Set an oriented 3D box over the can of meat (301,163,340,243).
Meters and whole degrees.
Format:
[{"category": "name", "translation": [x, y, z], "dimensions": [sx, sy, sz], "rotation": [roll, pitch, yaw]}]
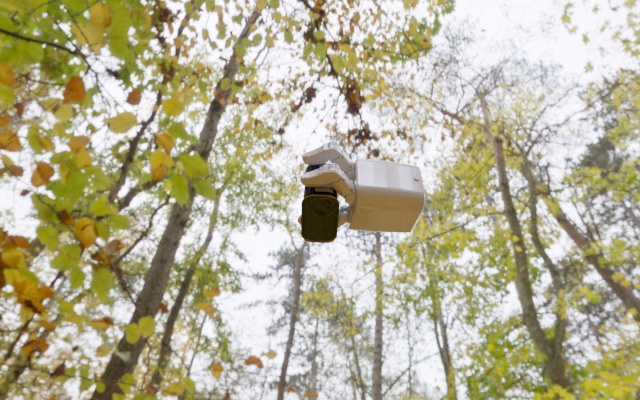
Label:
[{"category": "can of meat", "translation": [0.000, 0.002, 0.756], "dimensions": [0.057, 0.102, 0.083], "rotation": [2, 43, 0]}]
